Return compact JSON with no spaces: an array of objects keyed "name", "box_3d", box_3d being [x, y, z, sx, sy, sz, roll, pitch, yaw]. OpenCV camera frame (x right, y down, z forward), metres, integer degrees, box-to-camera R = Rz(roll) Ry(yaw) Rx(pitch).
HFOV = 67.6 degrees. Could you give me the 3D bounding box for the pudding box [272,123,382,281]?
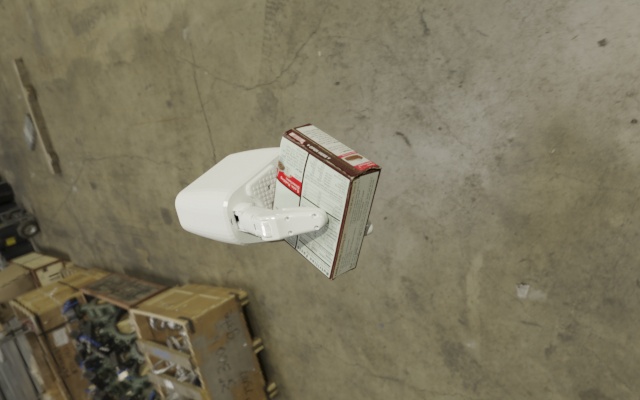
[{"name":"pudding box","box_3d":[0.000,0.001,0.428,0.039,0.114,0.090,-24,47,-38]}]
